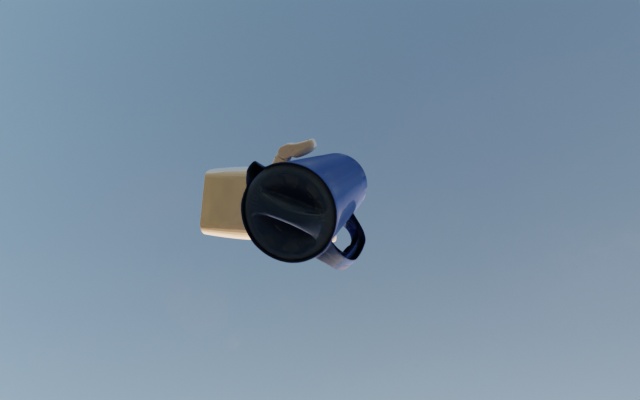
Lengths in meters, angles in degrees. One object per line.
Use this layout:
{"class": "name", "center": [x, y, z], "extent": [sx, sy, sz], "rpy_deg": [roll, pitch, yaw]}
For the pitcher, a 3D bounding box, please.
{"class": "pitcher", "center": [0.000, 0.002, 0.715], "extent": [0.145, 0.149, 0.243], "rpy_deg": [2, 12, 19]}
